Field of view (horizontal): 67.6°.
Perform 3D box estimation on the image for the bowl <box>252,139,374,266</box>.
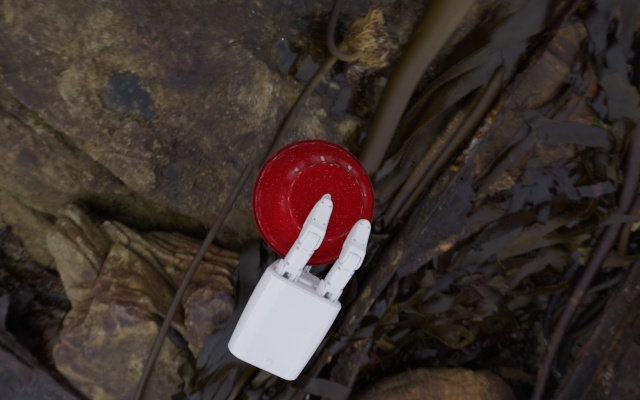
[{"bbox_3d":[0.001,0.001,0.583,0.162,0.162,0.055,0,-1,-16],"label":"bowl"}]
